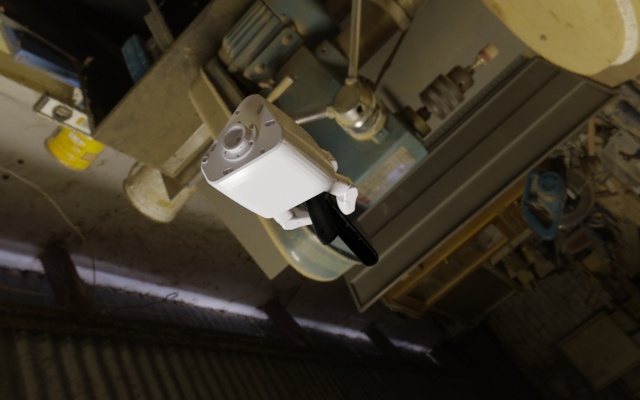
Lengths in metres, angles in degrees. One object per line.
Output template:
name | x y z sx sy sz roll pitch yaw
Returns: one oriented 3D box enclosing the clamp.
clamp | -0.001 0.002 0.654 0.036 0.210 0.165 -40 -36 8
